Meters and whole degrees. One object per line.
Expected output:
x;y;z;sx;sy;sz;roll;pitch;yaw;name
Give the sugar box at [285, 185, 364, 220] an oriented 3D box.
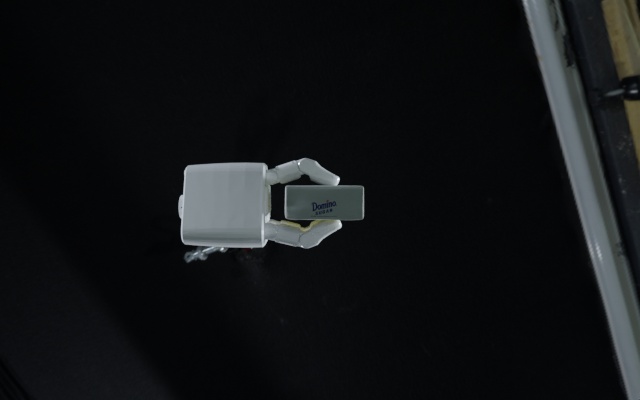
0.000;0.003;0.633;0.093;0.048;0.176;0;3;-2;sugar box
